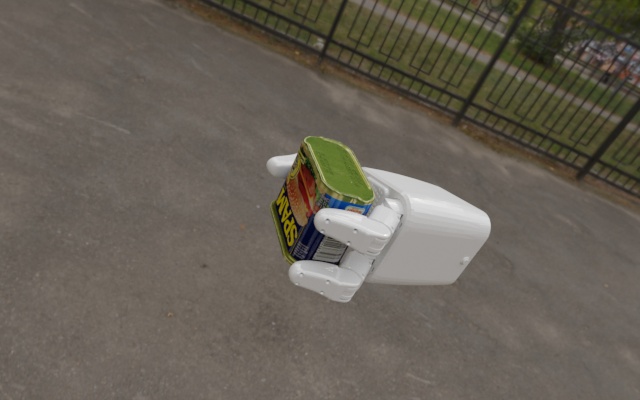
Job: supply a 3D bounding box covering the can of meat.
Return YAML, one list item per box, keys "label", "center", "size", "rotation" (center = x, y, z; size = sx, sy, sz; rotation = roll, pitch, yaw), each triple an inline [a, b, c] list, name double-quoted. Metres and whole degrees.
- label: "can of meat"
  center: [0.000, 0.001, 0.434]
  size: [0.057, 0.084, 0.102]
  rotation: [12, 33, -25]
